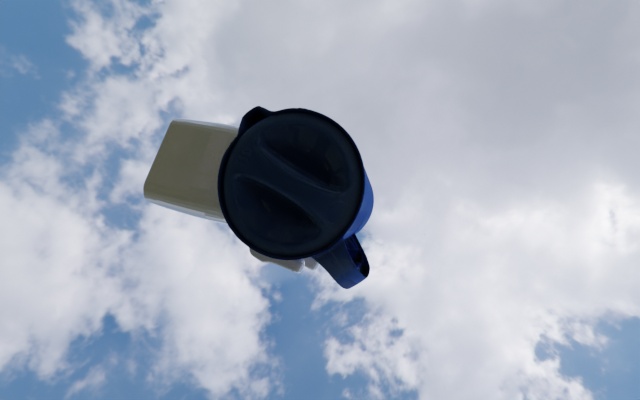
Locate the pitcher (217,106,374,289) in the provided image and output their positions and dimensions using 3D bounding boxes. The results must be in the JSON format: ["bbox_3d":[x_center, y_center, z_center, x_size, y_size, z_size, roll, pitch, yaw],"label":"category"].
[{"bbox_3d":[0.000,0.002,0.523,0.145,0.149,0.243,12,-1,12],"label":"pitcher"}]
